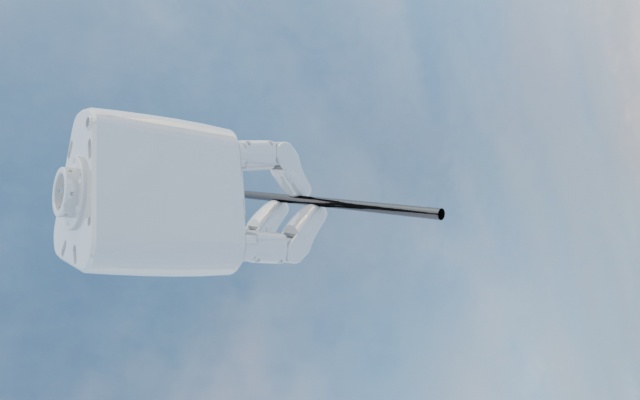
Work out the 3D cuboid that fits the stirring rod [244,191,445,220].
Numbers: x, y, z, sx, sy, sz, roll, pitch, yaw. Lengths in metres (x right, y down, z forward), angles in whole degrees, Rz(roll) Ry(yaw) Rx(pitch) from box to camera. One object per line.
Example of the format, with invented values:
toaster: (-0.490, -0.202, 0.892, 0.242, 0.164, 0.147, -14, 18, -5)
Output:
stirring rod: (0.000, 0.001, 0.405, 0.011, 0.011, 0.239, 0, 4, -42)
